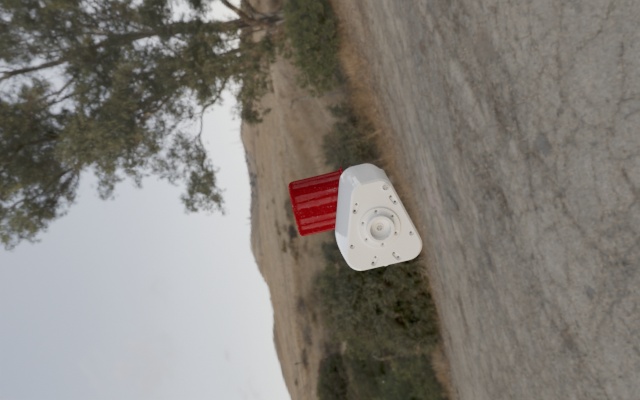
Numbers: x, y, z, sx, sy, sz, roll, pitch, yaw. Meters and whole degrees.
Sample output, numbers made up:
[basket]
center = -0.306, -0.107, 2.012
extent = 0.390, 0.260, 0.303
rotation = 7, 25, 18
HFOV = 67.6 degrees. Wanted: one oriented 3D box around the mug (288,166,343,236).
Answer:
[mug]
center = 0.000, 0.002, 0.708
extent = 0.081, 0.093, 0.117
rotation = -13, 12, -1
